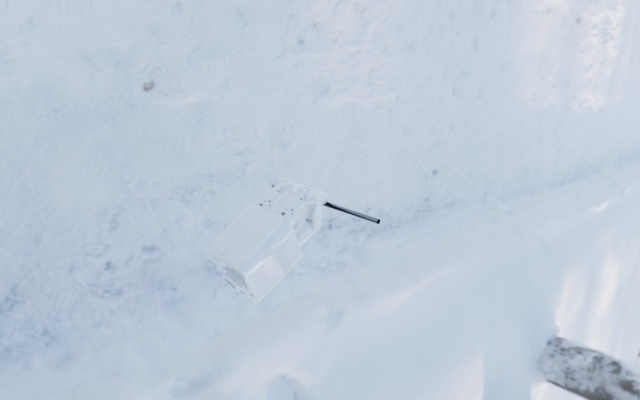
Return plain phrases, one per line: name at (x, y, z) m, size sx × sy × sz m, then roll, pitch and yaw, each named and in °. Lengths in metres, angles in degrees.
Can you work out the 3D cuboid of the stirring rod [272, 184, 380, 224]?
stirring rod at (0.000, 0.003, 0.775) m, size 0.239 × 0.011 × 0.011 m, roll 18°, pitch 13°, yaw 42°
